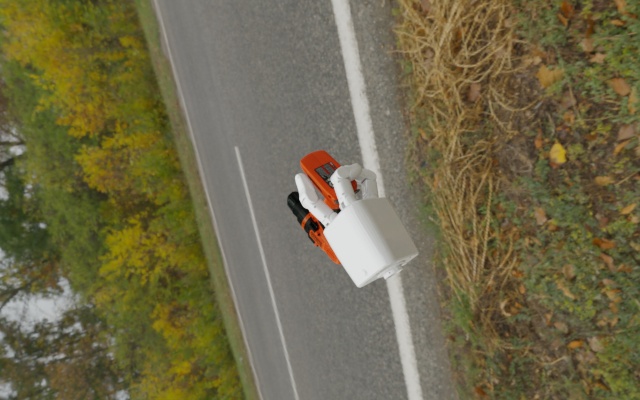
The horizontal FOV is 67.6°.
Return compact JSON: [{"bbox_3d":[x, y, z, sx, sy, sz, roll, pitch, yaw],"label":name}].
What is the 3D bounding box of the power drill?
[{"bbox_3d":[0.000,0.003,0.850,0.057,0.188,0.184,-30,58,-24],"label":"power drill"}]
